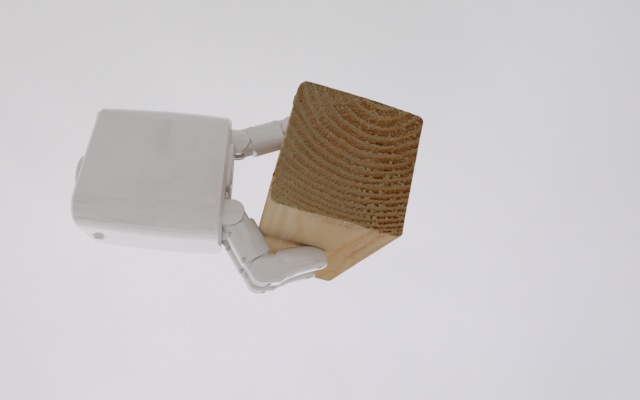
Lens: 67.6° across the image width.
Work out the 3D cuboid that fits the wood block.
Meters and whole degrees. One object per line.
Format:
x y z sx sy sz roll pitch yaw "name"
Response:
0.000 0.001 0.403 0.090 0.090 0.206 16 -19 -7 "wood block"
